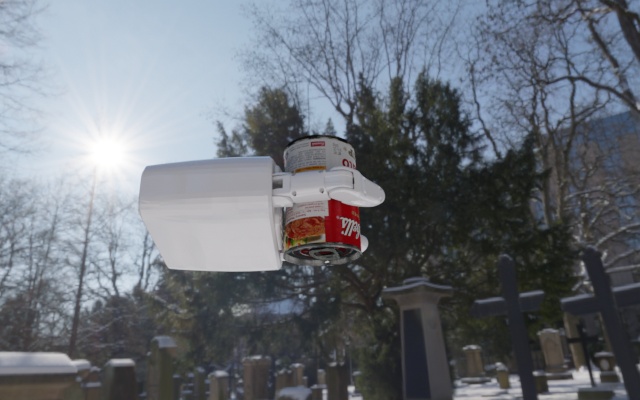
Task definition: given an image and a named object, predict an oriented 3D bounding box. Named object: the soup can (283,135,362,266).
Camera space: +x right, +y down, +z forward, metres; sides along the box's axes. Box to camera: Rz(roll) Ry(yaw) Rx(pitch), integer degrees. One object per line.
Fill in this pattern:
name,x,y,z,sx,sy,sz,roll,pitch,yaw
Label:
soup can,0.001,0.001,0.427,0.068,0.102,0.068,-2,-21,-1
